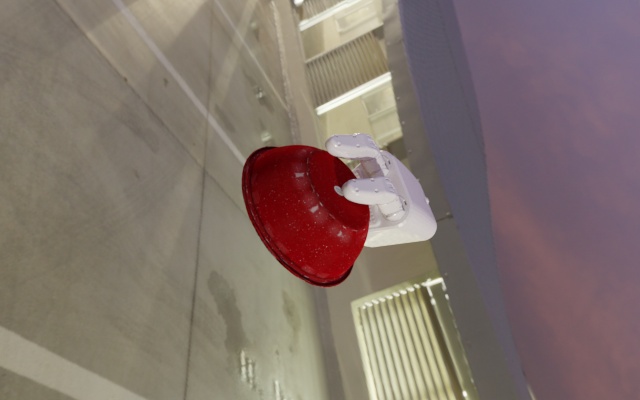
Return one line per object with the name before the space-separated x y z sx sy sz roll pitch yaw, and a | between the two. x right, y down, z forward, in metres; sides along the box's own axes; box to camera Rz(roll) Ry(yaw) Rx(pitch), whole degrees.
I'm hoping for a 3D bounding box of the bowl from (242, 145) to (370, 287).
bowl | 0.000 0.001 0.477 0.055 0.162 0.162 -33 -19 31
